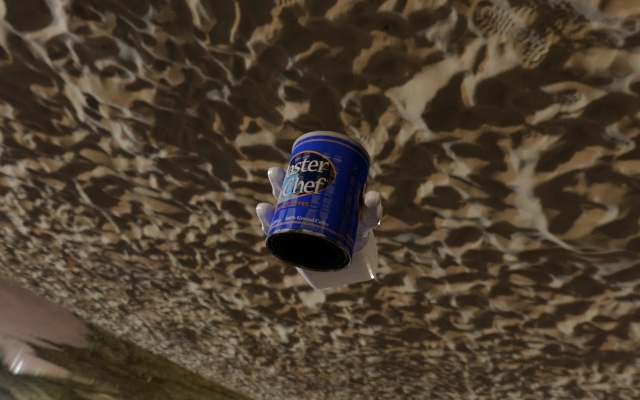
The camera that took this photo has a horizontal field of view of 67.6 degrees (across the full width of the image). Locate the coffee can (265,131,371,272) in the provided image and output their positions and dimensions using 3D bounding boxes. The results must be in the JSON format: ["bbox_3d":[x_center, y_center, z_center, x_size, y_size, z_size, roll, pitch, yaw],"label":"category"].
[{"bbox_3d":[0.000,0.002,0.580,0.103,0.140,0.103,10,-30,6],"label":"coffee can"}]
